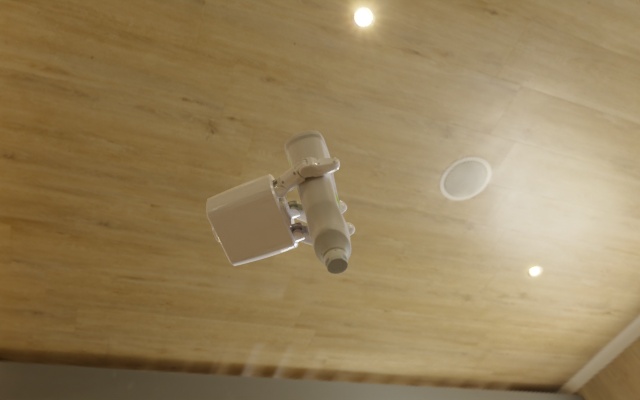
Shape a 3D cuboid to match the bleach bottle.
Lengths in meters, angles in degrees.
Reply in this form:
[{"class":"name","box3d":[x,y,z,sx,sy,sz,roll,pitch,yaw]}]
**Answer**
[{"class":"bleach bottle","box3d":[0.000,0.002,0.710,0.068,0.103,0.250,-18,39,3]}]
